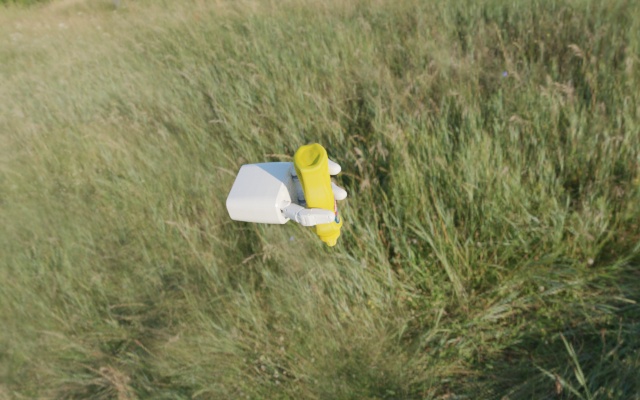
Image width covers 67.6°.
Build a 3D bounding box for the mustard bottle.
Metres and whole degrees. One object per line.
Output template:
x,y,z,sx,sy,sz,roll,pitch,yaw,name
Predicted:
0.000,0.003,0.844,0.058,0.192,0.096,-13,33,2,mustard bottle
